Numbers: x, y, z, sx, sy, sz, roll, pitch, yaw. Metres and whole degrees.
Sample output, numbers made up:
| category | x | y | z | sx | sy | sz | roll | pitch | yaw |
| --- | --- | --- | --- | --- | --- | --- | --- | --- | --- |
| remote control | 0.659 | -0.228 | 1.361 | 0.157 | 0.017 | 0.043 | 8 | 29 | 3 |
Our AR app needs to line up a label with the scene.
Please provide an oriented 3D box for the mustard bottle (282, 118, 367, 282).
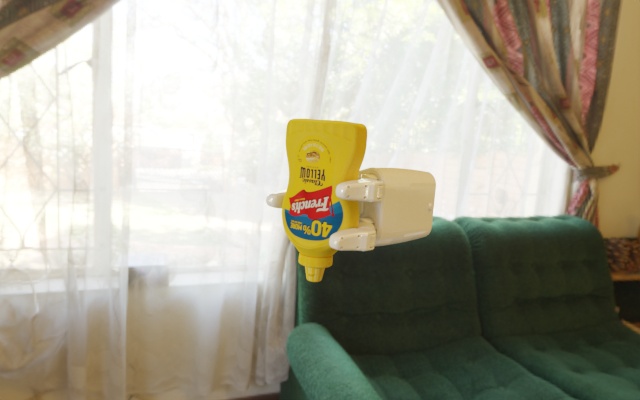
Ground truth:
| category | x | y | z | sx | sy | sz | roll | pitch | yaw |
| --- | --- | --- | --- | --- | --- | --- | --- | --- | --- |
| mustard bottle | 0.000 | 0.002 | 0.566 | 0.096 | 0.191 | 0.058 | 9 | 9 | 28 |
